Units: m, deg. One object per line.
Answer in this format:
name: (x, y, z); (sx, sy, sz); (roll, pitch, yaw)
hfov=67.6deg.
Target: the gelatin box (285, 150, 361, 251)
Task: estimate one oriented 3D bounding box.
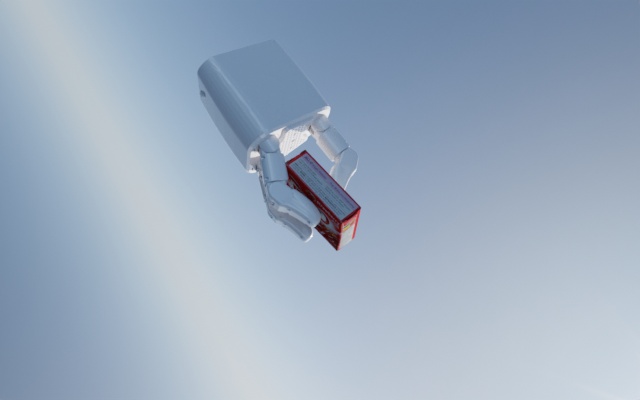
gelatin box: (0.001, 0.002, 0.499); (0.030, 0.089, 0.073); (-37, -20, -19)
